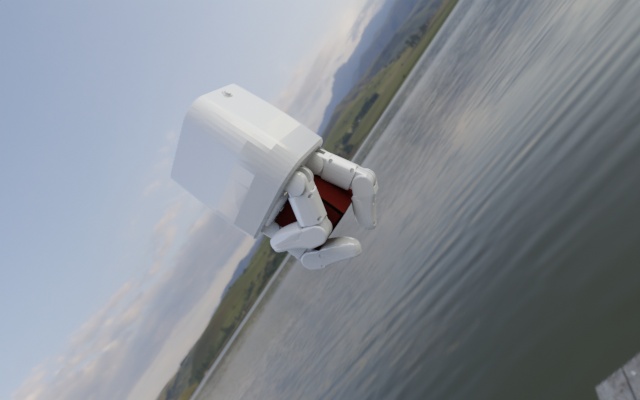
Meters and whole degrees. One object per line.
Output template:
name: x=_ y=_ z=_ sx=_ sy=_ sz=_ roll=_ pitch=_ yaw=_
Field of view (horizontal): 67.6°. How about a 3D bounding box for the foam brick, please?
foam brick: x=0.000 y=0.002 z=0.476 sx=0.051 sy=0.053 sz=0.078 roll=34 pitch=29 yaw=2
